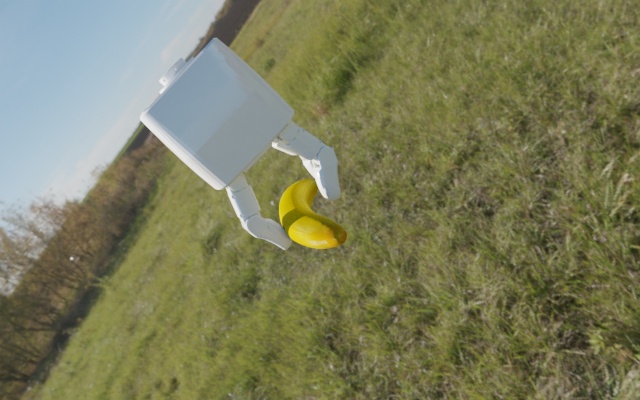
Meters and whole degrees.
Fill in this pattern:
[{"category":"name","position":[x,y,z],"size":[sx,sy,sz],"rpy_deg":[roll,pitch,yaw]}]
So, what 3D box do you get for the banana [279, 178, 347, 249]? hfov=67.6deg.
[{"category":"banana","position":[-0.015,0.011,0.541],"size":[0.069,0.037,0.197],"rpy_deg":[-36,21,9]}]
